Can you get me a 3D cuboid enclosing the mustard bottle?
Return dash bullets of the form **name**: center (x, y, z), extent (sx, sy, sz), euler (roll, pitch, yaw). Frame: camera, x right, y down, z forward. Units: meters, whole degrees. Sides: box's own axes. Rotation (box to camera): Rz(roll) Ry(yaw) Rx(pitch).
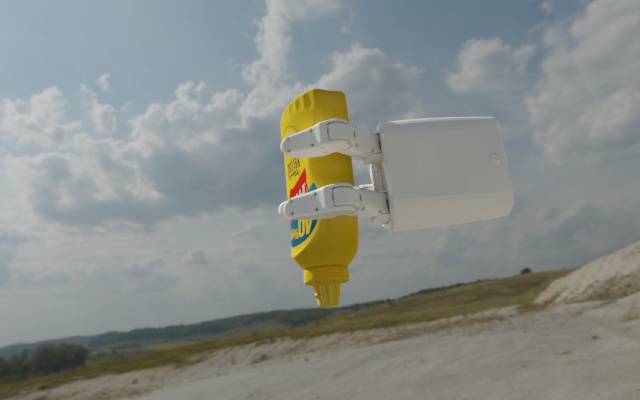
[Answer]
- **mustard bottle**: center (0.000, 0.001, 0.446), extent (0.058, 0.191, 0.096), euler (1, -17, -24)
